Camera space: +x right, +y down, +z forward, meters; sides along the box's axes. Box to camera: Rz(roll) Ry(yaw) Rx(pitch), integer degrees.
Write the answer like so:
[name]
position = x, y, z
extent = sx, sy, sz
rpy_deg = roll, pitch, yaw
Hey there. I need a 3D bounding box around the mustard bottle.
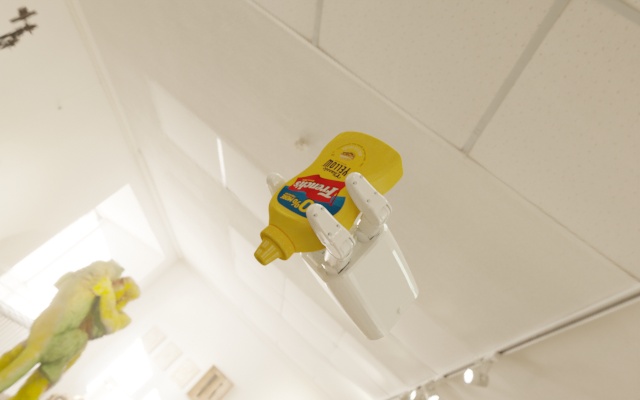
[mustard bottle]
position = 0.000, 0.001, 0.530
extent = 0.096, 0.058, 0.191
rpy_deg = 29, 60, 34
